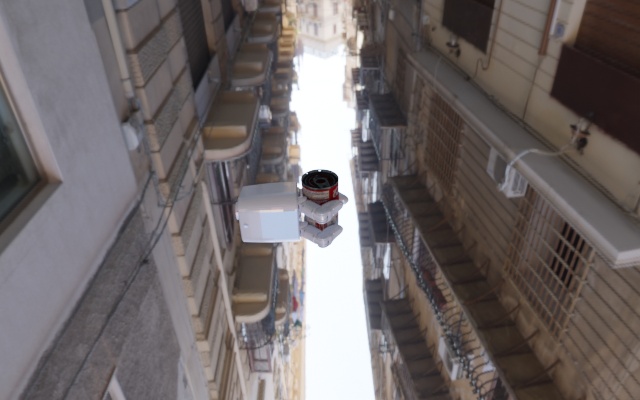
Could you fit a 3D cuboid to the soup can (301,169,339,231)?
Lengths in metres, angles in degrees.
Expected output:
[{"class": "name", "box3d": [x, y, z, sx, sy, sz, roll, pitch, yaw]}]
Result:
[{"class": "soup can", "box3d": [0.001, 0.003, 0.871, 0.068, 0.102, 0.068, -1, 34, 1]}]
